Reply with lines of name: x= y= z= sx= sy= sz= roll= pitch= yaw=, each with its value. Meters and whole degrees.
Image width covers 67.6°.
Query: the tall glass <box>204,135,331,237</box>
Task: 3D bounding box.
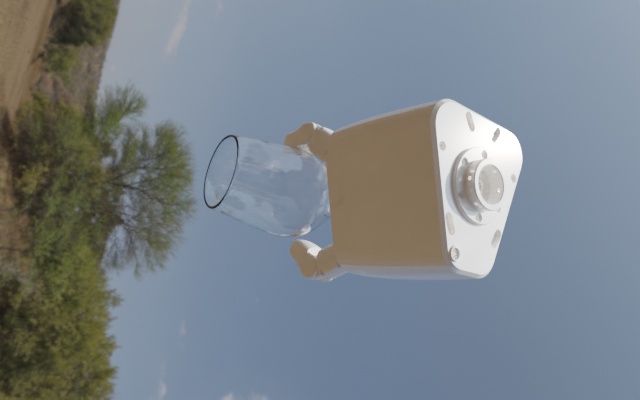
tall glass: x=0.001 y=0.002 z=0.434 sx=0.201 sy=0.079 sz=0.079 roll=17 pitch=-9 yaw=-32
